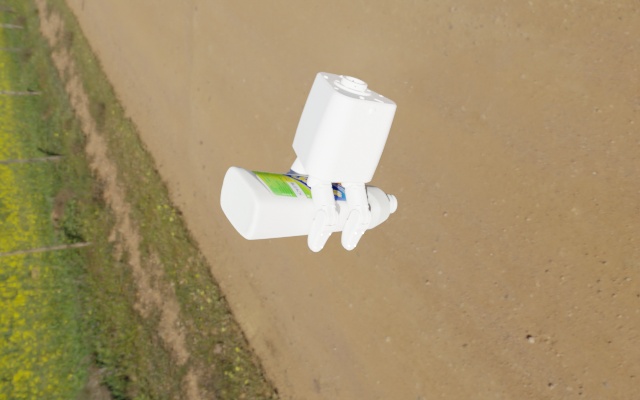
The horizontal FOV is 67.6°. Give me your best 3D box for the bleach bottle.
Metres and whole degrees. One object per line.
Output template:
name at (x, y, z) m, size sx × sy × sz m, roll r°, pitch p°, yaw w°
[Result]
bleach bottle at (0.000, 0.002, 0.653) m, size 0.251 × 0.068 × 0.102 m, roll -1°, pitch 31°, yaw -36°
